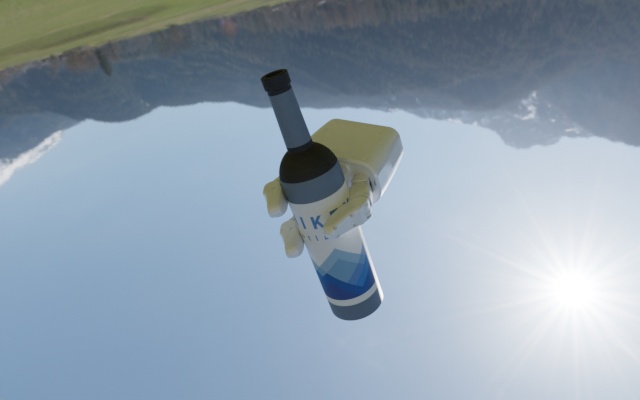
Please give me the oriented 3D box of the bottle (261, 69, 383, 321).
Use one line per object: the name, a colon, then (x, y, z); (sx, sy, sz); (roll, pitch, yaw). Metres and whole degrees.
bottle: (0.000, 0.002, 0.525); (0.069, 0.296, 0.069); (-16, 27, 8)
